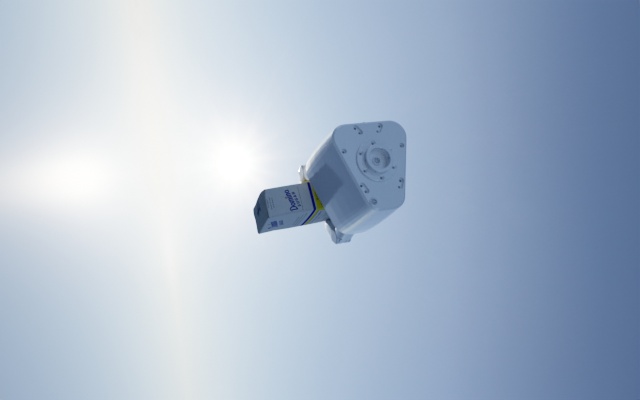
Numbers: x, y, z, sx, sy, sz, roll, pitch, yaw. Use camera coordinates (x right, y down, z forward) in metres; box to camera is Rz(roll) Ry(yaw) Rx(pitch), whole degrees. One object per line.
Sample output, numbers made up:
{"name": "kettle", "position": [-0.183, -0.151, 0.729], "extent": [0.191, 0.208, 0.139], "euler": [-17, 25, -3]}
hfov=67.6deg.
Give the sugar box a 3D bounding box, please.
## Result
{"name": "sugar box", "position": [0.000, 0.002, 0.665], "extent": [0.176, 0.048, 0.093], "euler": [-7, -15, -18]}
